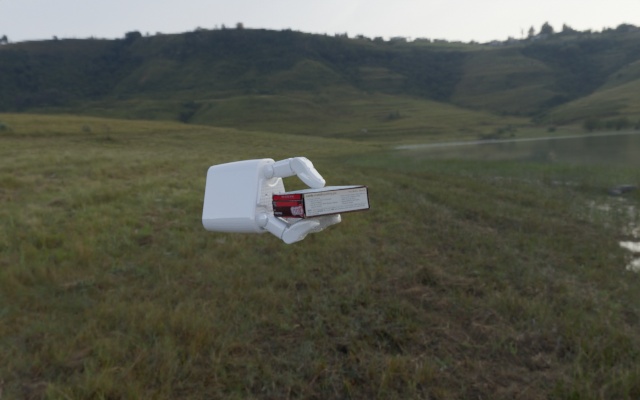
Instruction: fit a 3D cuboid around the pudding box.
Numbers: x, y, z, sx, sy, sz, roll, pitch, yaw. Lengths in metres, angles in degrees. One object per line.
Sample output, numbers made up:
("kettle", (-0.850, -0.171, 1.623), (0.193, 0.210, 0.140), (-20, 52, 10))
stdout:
("pudding box", (0.000, 0.002, 0.681), (0.113, 0.039, 0.090), (-9, 5, -32))
